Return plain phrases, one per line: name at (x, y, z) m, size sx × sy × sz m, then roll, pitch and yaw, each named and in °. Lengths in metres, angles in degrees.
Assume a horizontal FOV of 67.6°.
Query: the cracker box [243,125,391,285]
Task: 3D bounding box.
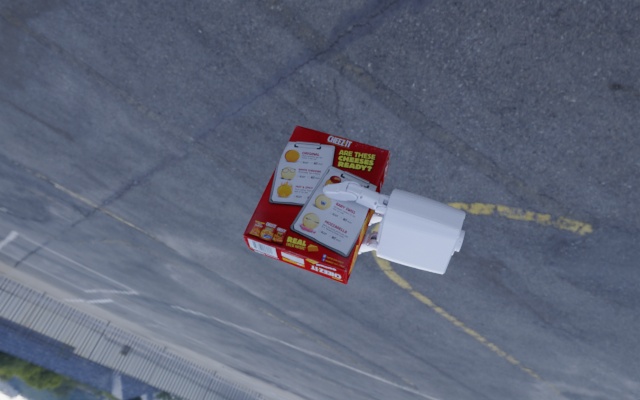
cracker box at (0.000, 0.003, 0.749) m, size 0.164 × 0.213 × 0.072 m, roll 17°, pitch -26°, yaw 11°
